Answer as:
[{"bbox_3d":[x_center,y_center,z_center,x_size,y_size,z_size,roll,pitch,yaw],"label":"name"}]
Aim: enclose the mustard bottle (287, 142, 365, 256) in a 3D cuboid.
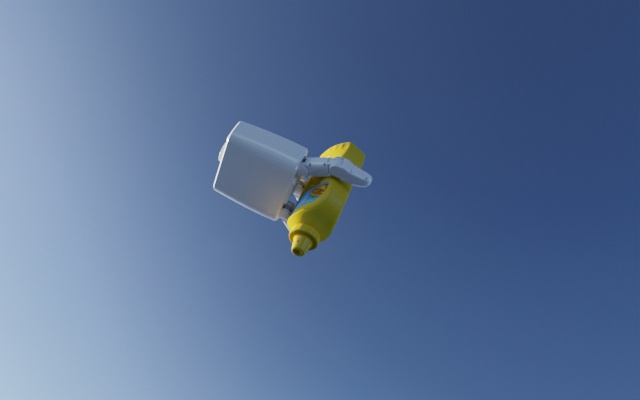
[{"bbox_3d":[0.000,0.002,0.676,0.058,0.191,0.096,42,-45,-17],"label":"mustard bottle"}]
